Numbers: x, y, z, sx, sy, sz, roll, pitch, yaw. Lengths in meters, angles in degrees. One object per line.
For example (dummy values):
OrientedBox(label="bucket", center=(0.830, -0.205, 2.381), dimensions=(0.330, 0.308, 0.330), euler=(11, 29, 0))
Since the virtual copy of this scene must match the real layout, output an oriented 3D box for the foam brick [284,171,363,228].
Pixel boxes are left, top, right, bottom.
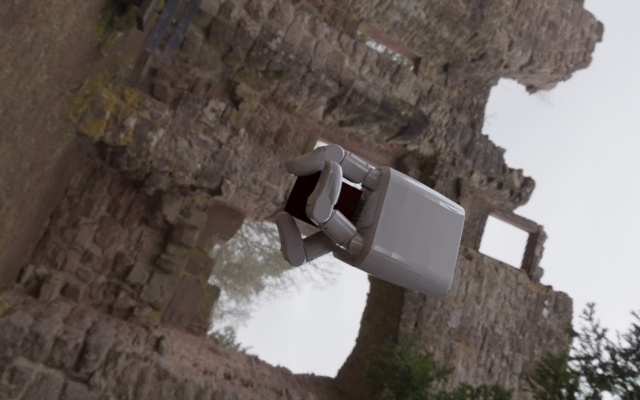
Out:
OrientedBox(label="foam brick", center=(0.000, 0.002, 0.514), dimensions=(0.051, 0.053, 0.078), euler=(25, -4, -17))
